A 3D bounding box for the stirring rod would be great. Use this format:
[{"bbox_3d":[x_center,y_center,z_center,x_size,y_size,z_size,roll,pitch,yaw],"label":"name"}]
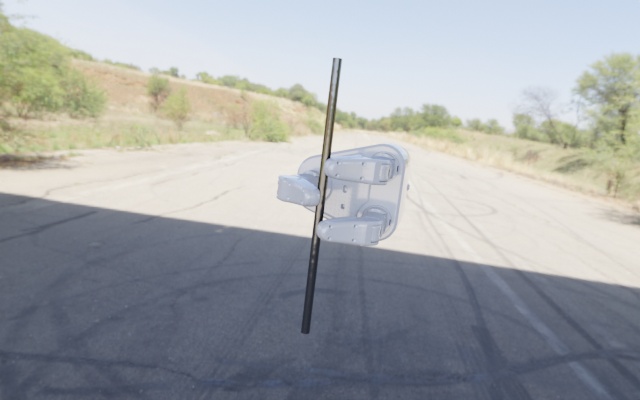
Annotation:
[{"bbox_3d":[0.000,0.001,0.412,0.011,0.239,0.011,7,10,-1],"label":"stirring rod"}]
